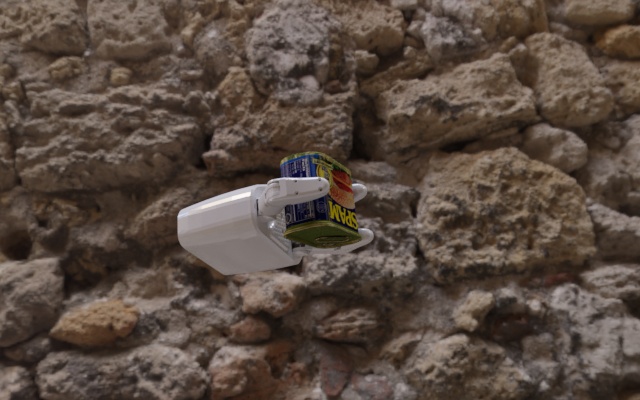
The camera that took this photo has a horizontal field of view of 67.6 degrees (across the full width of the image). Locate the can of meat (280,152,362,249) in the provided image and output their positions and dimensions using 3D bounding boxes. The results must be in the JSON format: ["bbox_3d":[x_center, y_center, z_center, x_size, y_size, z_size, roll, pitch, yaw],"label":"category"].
[{"bbox_3d":[0.000,0.001,0.523,0.057,0.084,0.102,-15,-20,25],"label":"can of meat"}]
